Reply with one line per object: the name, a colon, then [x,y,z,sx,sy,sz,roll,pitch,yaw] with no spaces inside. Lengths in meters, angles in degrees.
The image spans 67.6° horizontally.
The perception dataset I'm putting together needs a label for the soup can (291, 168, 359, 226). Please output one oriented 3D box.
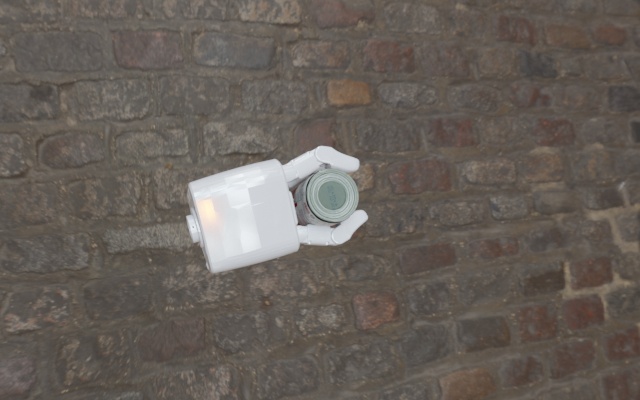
soup can: [0.001,0.002,0.607,0.068,0.068,0.102,0,-10,-17]
